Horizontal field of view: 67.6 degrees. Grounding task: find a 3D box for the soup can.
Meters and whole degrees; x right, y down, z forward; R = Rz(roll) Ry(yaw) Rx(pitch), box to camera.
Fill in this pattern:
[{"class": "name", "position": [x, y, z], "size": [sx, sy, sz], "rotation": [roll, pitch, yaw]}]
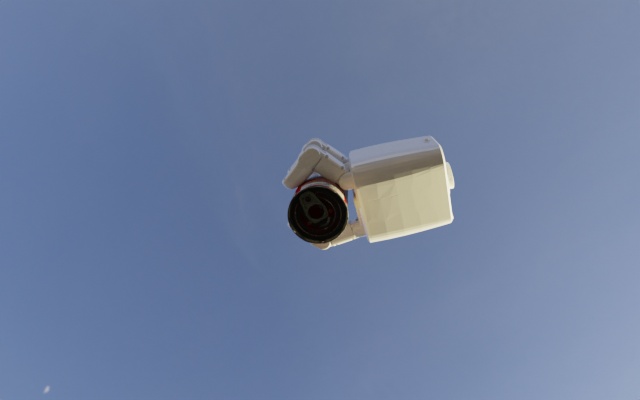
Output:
[{"class": "soup can", "position": [0.000, 0.002, 0.575], "size": [0.068, 0.068, 0.102], "rotation": [0, 17, 4]}]
